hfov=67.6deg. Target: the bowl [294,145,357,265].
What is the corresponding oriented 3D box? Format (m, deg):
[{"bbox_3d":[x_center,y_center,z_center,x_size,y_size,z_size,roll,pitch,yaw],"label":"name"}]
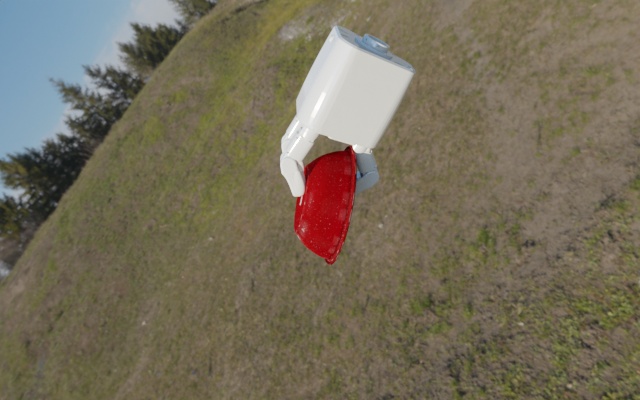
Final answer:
[{"bbox_3d":[-0.001,0.003,0.636,0.055,0.162,0.162,10,-2,-9],"label":"bowl"}]
